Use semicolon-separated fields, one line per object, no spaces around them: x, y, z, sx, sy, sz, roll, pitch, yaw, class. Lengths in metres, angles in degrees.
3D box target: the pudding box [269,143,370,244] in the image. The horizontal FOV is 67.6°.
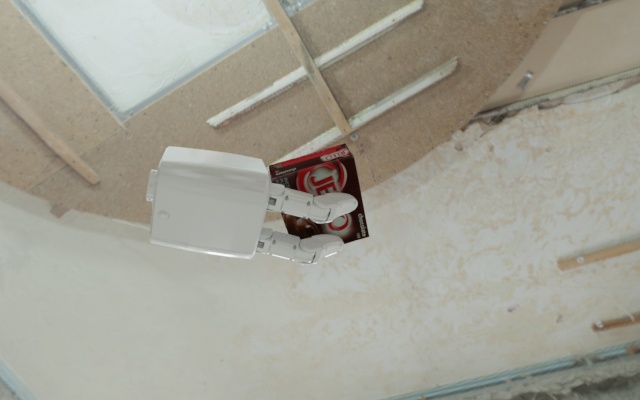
0.000;0.002;0.532;0.090;0.114;0.039;-16;35;-3;pudding box
